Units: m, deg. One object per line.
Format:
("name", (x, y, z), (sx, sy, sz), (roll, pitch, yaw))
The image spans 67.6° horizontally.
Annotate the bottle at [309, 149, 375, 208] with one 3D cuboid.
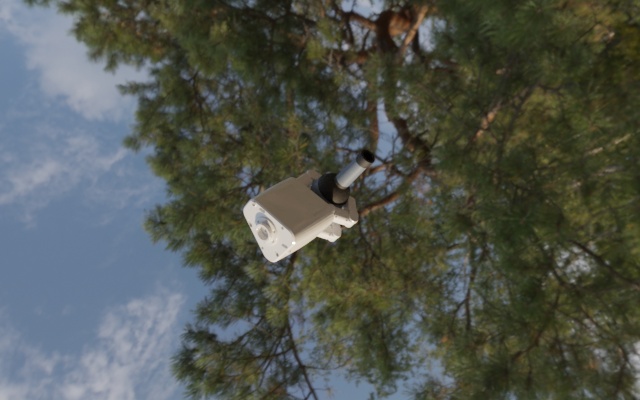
("bottle", (0.000, 0.003, 0.874), (0.069, 0.069, 0.296), (0, -31, -38))
